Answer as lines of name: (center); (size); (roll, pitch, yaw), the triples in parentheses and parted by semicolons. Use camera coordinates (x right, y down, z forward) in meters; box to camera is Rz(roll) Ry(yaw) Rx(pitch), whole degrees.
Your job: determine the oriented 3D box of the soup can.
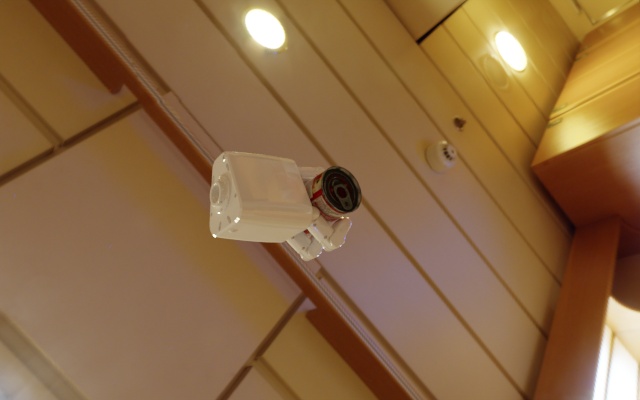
soup can: (0.000, 0.002, 0.679); (0.068, 0.068, 0.102); (0, -21, -38)
